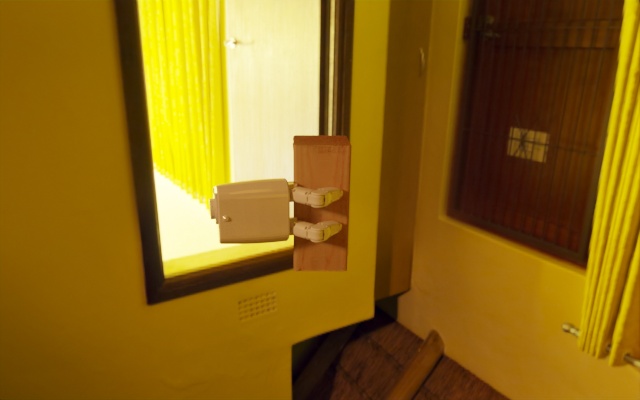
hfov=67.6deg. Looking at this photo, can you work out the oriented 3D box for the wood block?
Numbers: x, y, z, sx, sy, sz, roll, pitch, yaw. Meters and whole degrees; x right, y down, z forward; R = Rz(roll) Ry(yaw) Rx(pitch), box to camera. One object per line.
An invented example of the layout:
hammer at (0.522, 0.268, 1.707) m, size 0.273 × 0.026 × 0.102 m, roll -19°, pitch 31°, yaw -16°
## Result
wood block at (0.000, 0.003, 0.782) m, size 0.090 × 0.206 × 0.090 m, roll 0°, pitch 18°, yaw -3°
